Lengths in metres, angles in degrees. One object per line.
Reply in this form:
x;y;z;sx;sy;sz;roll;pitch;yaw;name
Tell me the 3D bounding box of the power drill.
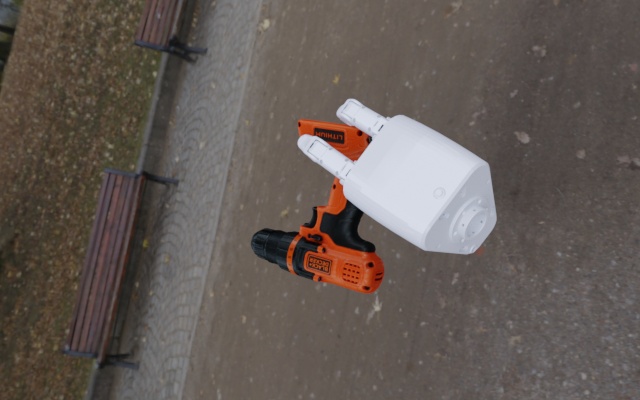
0.000;0.001;0.567;0.184;0.187;0.057;12;9;31;power drill
